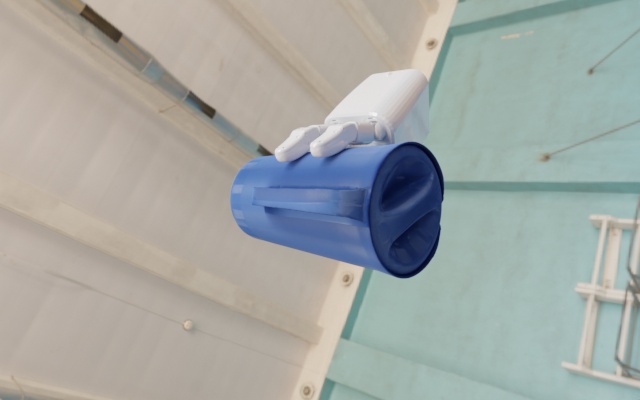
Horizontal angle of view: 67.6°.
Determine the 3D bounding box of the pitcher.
[{"bbox_3d":[0.000,0.002,0.535,0.243,0.149,0.145,4,45,44],"label":"pitcher"}]
